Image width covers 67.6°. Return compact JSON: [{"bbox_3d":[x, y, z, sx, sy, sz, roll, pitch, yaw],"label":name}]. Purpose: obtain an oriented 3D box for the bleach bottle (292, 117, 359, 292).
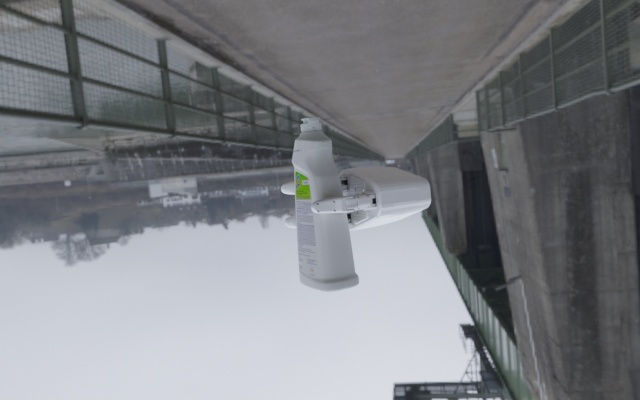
[{"bbox_3d":[0.000,0.002,0.712,0.068,0.251,0.102,-7,4,-30],"label":"bleach bottle"}]
